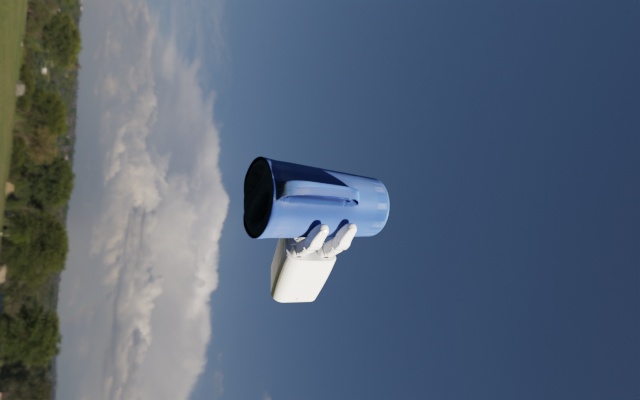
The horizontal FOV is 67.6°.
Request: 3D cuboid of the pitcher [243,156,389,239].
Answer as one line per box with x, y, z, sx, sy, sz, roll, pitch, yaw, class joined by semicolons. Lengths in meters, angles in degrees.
0.000;0.003;0.816;0.243;0.145;0.149;5;32;-30;pitcher
